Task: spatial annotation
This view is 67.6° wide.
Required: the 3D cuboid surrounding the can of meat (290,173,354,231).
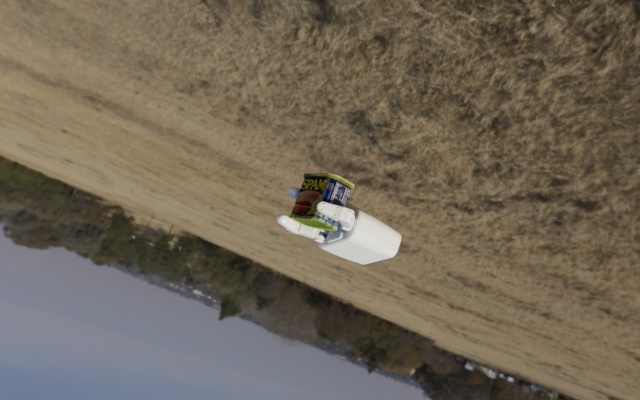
[{"bbox_3d":[0.000,0.003,0.821,0.057,0.084,0.102,28,-14,-34],"label":"can of meat"}]
